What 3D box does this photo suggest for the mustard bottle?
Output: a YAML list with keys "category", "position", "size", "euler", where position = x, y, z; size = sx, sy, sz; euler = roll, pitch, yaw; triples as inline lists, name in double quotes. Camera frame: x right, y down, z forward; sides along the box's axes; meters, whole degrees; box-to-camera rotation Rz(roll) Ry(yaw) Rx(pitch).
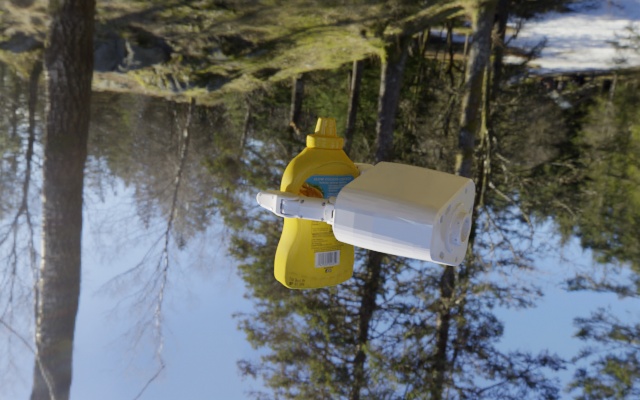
- category: "mustard bottle"
  position: [0.000, 0.002, 0.550]
  size: [0.096, 0.192, 0.058]
  euler: [-2, 13, -31]
